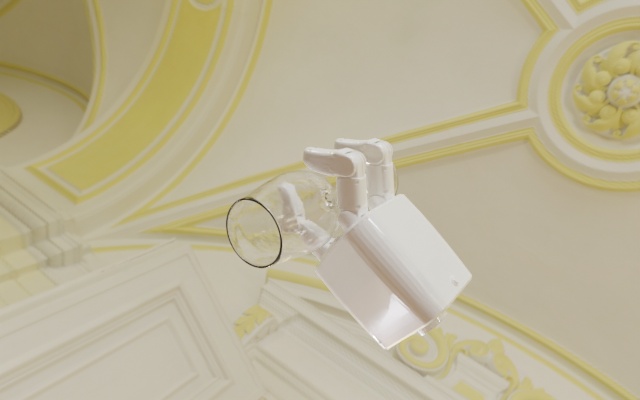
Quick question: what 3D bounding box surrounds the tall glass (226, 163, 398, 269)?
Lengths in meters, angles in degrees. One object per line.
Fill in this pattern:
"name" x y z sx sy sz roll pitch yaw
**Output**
"tall glass" 0.000 0.001 0.471 0.079 0.079 0.201 0 15 36
